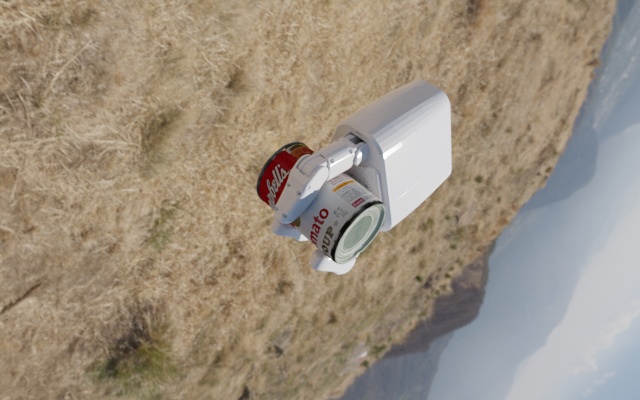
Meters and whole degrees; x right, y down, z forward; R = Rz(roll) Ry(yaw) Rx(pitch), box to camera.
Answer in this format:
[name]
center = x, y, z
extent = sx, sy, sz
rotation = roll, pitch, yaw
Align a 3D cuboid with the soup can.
[soup can]
center = 0.000, 0.002, 0.432
extent = 0.102, 0.068, 0.068
rotation = 39, 20, 27
